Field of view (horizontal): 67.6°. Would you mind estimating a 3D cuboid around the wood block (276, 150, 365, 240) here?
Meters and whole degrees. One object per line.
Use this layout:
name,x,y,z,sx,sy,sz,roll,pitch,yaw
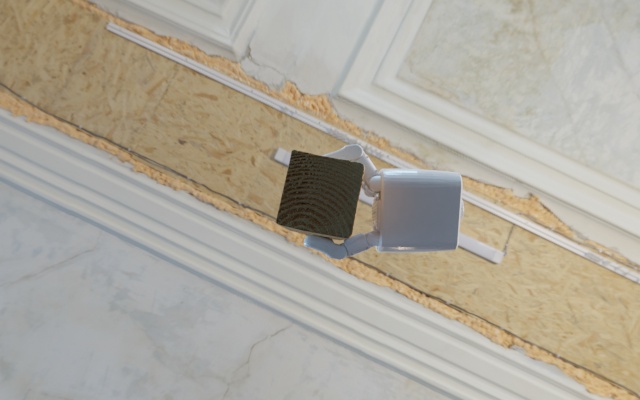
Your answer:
wood block,0.000,0.003,0.646,0.090,0.091,0.206,11,-6,1
